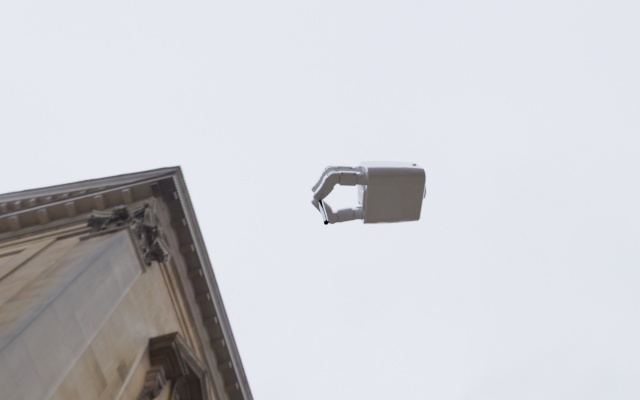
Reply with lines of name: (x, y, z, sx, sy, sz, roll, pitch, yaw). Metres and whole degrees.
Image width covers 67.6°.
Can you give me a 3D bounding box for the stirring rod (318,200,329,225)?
stirring rod: (0.000, 0.003, 0.831, 0.011, 0.011, 0.239, 0, 15, -4)
